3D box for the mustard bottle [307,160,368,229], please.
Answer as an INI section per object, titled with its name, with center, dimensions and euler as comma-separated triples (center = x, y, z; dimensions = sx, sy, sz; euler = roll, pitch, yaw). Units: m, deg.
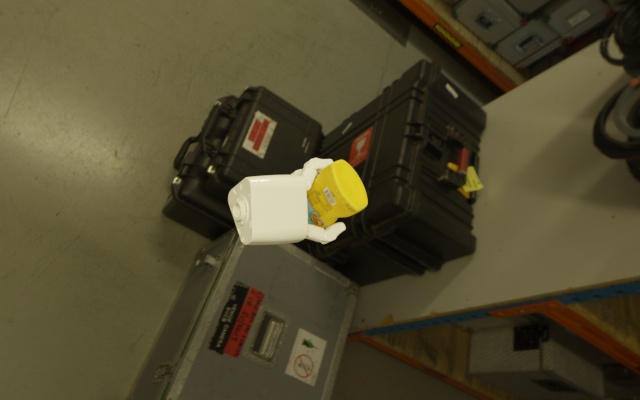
[mustard bottle]
center = 0.001, 0.003, 0.888
dimensions = 0.058, 0.096, 0.192
euler = -31, 0, -39
